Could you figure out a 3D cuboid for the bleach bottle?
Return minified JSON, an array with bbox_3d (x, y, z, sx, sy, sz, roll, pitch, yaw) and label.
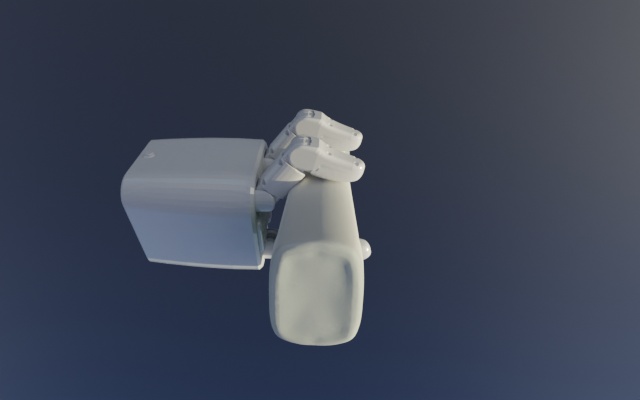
[{"bbox_3d":[0.000,0.001,0.437,0.068,0.103,0.250,2,32,0],"label":"bleach bottle"}]
